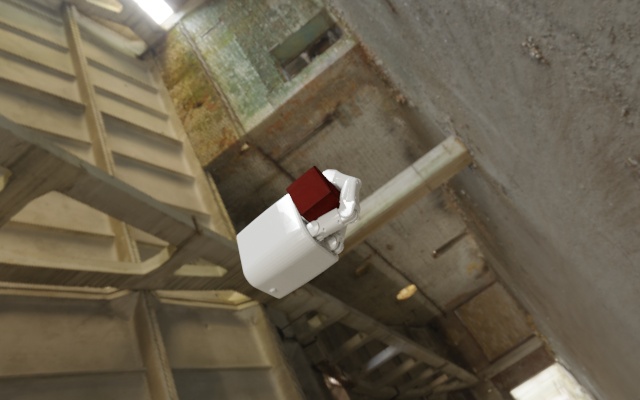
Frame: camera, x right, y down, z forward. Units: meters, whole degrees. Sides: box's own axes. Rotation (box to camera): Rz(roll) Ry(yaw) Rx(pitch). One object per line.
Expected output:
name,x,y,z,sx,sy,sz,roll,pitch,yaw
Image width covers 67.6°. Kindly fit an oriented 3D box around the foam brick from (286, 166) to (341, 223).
foam brick,0.000,0.002,0.642,0.051,0.053,0.078,-36,-37,8
